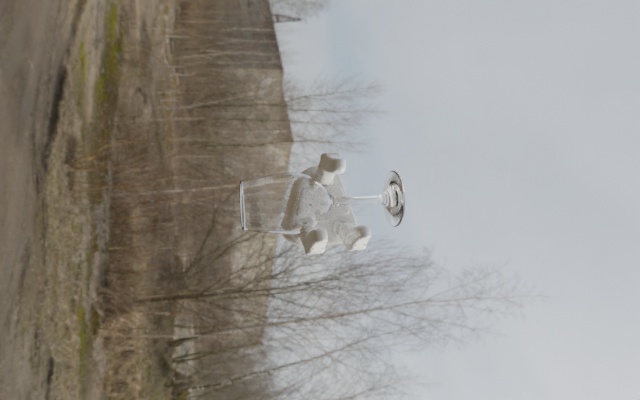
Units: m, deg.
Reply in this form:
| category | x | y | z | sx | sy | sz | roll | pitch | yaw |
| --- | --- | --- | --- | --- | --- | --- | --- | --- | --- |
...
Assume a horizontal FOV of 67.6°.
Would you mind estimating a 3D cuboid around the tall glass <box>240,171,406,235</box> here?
| category | x | y | z | sx | sy | sz | roll | pitch | yaw |
| --- | --- | --- | --- | --- | --- | --- | --- | --- | --- |
| tall glass | 0.001 | 0.002 | 0.606 | 0.201 | 0.079 | 0.079 | -3 | 0 | -13 |
